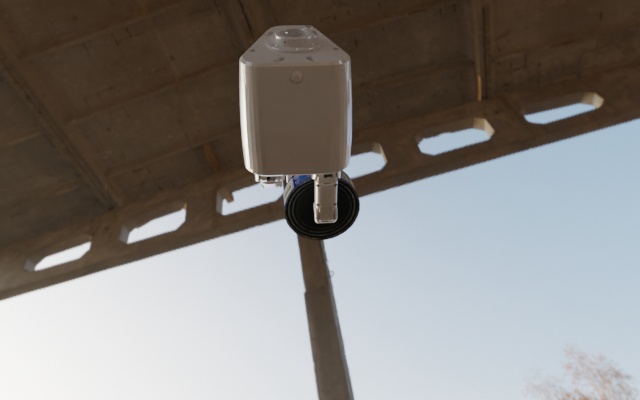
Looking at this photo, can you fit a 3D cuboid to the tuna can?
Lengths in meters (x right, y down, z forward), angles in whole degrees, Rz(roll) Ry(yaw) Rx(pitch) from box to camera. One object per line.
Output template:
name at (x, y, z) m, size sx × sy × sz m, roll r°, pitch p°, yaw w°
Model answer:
tuna can at (0.000, 0.002, 0.547) m, size 0.086 × 0.086 × 0.033 m, roll 0°, pitch 34°, yaw -9°
